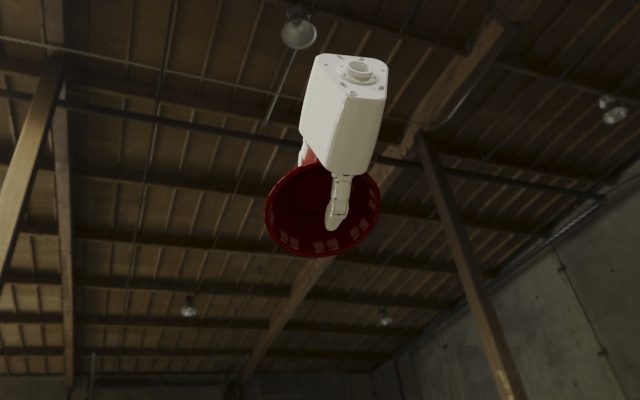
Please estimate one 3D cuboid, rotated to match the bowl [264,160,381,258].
[{"bbox_3d":[-0.001,0.003,0.667,0.162,0.162,0.055,0,34,-13],"label":"bowl"}]
